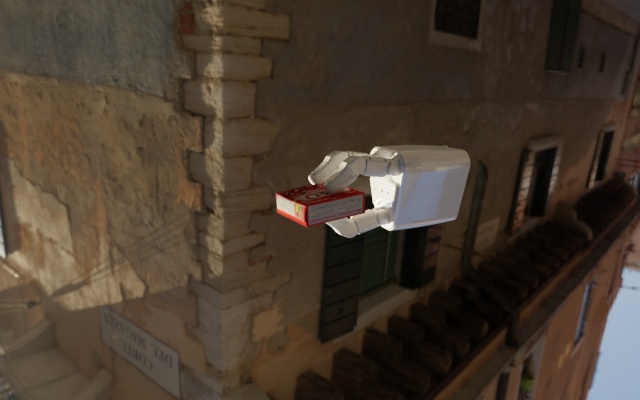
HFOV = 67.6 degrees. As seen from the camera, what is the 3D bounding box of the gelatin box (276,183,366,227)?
[{"bbox_3d":[0.000,0.002,0.597,0.089,0.030,0.073,-13,20,-31],"label":"gelatin box"}]
